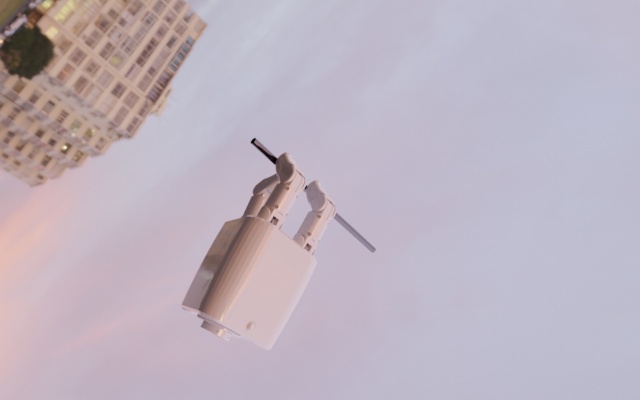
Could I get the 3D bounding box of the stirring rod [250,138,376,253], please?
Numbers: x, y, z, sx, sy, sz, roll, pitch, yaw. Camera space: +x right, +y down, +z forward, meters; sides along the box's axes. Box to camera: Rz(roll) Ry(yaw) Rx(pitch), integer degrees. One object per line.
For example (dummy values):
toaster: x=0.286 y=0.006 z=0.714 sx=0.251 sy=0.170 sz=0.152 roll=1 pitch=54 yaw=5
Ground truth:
stirring rod: x=0.000 y=0.002 z=0.581 sx=0.011 sy=0.011 sz=0.240 roll=0 pitch=-33 yaw=46
